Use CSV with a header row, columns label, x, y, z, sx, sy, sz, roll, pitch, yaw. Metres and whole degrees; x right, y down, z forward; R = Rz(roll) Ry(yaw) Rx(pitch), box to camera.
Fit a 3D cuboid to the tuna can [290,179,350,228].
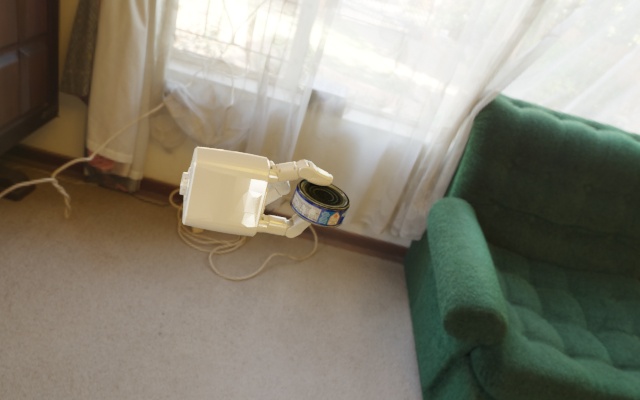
label,x,y,z,sx,sy,sz,roll,pitch,yaw
tuna can,0.000,0.002,0.713,0.086,0.034,0.086,18,27,-10
